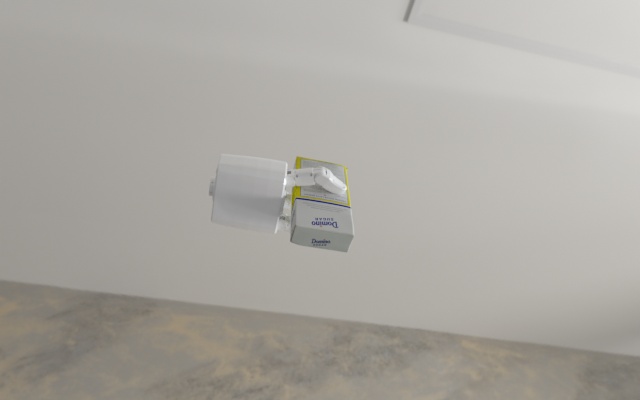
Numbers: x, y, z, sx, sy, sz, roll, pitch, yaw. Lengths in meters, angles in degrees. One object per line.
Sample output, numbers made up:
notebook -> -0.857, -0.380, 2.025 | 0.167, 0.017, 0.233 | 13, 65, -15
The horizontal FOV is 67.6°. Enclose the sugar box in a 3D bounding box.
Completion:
sugar box -> 0.000, 0.003, 0.773 | 0.093, 0.048, 0.176 | 10, 41, -9
